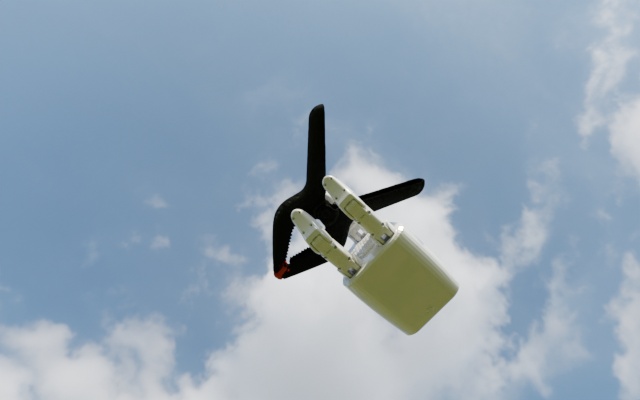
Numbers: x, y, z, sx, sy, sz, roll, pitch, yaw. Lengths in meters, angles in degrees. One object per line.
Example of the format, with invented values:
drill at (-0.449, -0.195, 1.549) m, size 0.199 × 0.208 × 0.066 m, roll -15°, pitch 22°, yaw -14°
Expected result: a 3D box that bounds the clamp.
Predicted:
clamp at (0.000, 0.002, 0.578) m, size 0.164 × 0.210 × 0.036 m, roll 42°, pitch 7°, yaw -12°
